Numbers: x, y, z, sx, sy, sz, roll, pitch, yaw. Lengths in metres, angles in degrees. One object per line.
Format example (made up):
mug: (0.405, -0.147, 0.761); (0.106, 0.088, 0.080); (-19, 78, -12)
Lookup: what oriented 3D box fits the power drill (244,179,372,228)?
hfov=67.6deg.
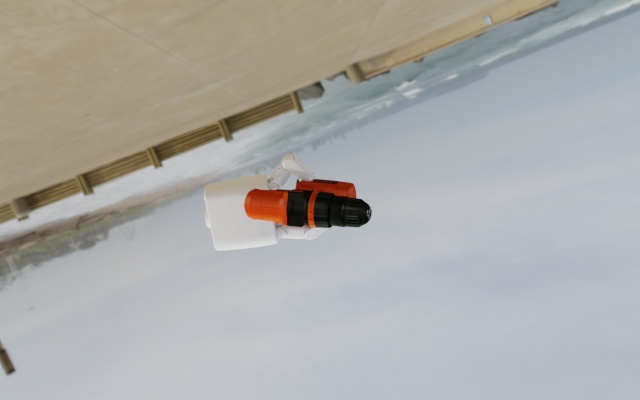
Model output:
power drill: (0.000, 0.002, 0.735); (0.184, 0.057, 0.187); (6, 7, 16)
